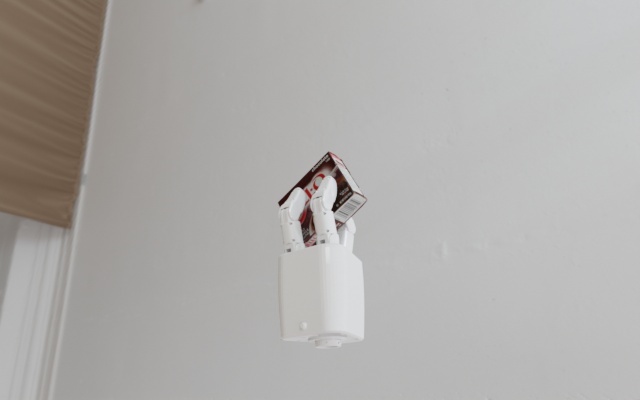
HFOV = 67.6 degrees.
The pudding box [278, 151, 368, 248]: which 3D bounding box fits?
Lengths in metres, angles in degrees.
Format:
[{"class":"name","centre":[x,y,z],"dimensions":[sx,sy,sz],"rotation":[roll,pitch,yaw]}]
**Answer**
[{"class":"pudding box","centre":[0.000,0.002,0.666],"dimensions":[0.113,0.090,0.039],"rotation":[-43,-40,16]}]
